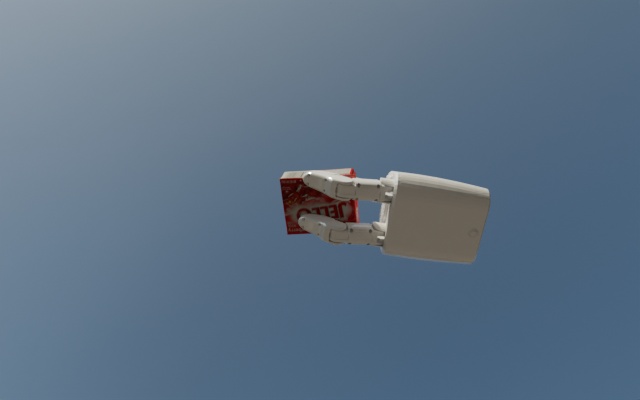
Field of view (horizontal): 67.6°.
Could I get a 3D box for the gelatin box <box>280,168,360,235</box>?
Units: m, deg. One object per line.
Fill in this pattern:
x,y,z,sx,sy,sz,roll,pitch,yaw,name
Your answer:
0.000,0.002,0.573,0.089,0.073,0.030,-2,21,11,gelatin box
